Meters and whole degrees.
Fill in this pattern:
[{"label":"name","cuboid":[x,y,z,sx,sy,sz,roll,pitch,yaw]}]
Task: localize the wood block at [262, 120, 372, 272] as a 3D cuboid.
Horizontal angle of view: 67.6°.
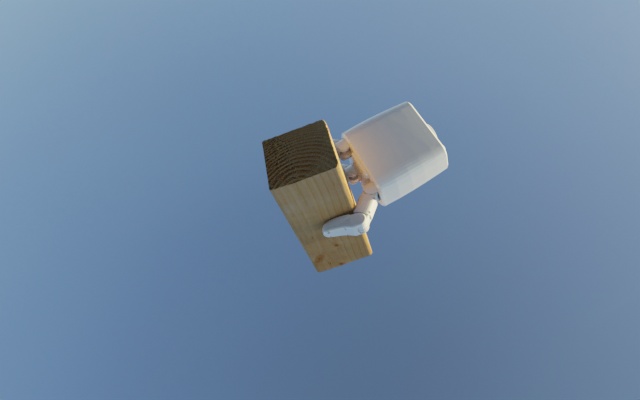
[{"label":"wood block","cuboid":[0.001,0.002,0.666,0.090,0.090,0.206,-19,-41,5]}]
